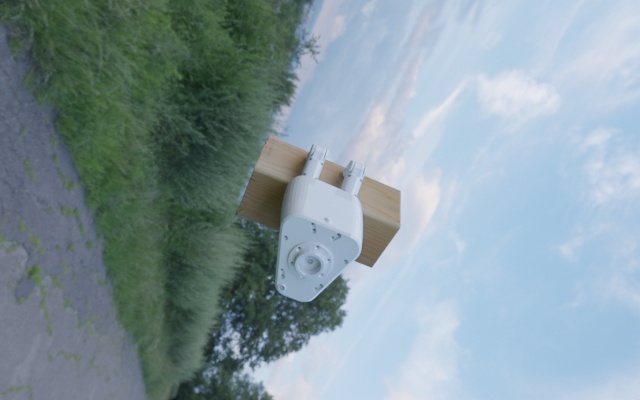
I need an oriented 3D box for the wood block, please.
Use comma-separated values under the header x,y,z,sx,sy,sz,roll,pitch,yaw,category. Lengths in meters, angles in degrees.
x,y,z,sx,sy,sz,roll,pitch,yaw,category
0.000,0.003,0.674,0.206,0.091,0.090,23,37,-8,wood block
